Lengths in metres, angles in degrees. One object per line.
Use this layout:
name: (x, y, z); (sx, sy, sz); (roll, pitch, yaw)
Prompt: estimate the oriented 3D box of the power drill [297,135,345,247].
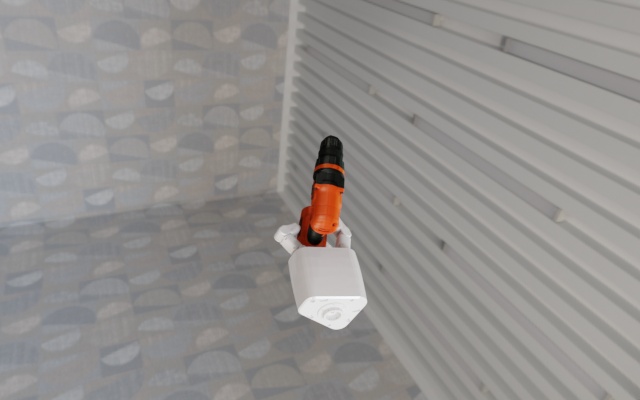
power drill: (0.000, 0.003, 0.845); (0.057, 0.184, 0.188); (10, -32, -4)
